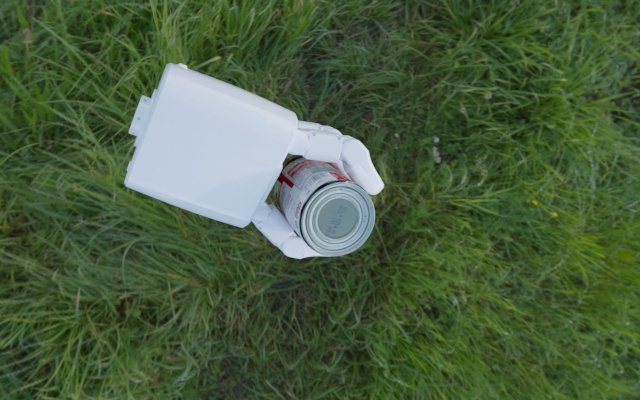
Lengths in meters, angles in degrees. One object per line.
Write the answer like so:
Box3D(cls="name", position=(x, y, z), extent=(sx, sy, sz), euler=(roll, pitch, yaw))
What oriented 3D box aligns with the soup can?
Box3D(cls="soup can", position=(0.001, 0.002, 0.436), extent=(0.068, 0.068, 0.102), euler=(0, 17, -18))
